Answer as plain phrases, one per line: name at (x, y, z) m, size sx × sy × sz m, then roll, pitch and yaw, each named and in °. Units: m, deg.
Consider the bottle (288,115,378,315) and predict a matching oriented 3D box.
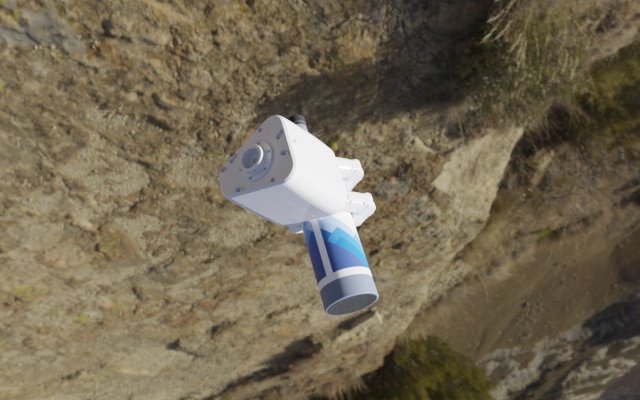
bottle at (0.000, 0.002, 0.640) m, size 0.069 × 0.295 × 0.069 m, roll -13°, pitch -30°, yaw -8°
